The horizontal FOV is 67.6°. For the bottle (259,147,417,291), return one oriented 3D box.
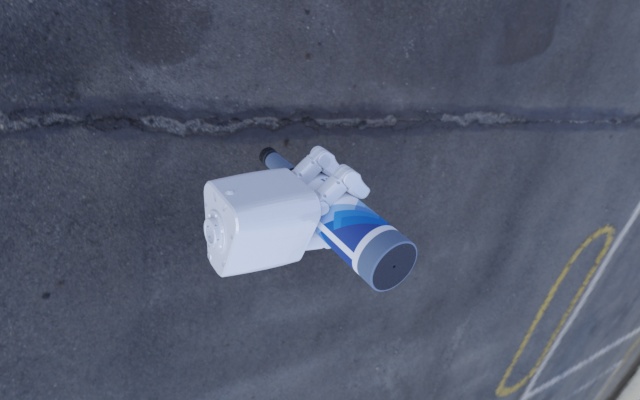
[{"bbox_3d":[0.000,0.002,0.619,0.069,0.069,0.295,0,29,-39],"label":"bottle"}]
